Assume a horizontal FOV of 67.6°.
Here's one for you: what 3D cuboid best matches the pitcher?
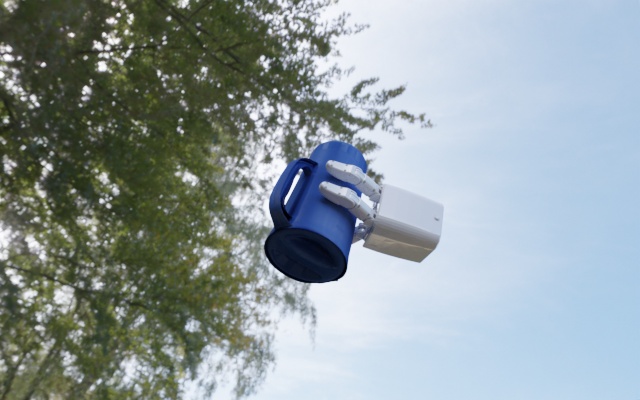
[{"bbox_3d":[0.000,0.003,0.799,0.145,0.242,0.149,19,-43,1],"label":"pitcher"}]
